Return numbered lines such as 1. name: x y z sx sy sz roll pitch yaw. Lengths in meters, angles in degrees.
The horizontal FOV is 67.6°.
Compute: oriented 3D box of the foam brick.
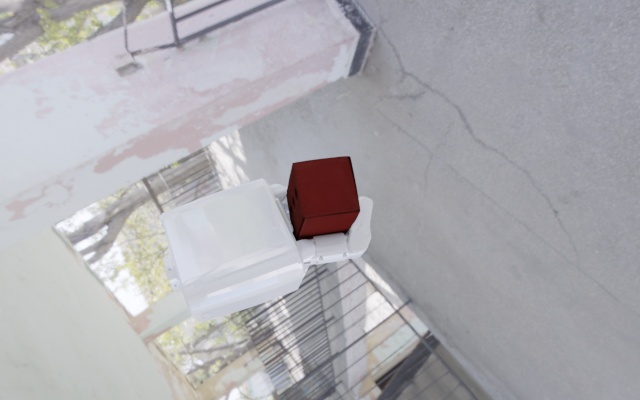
1. foam brick: 0.000 0.001 0.434 0.051 0.053 0.078 -6 -20 -11
